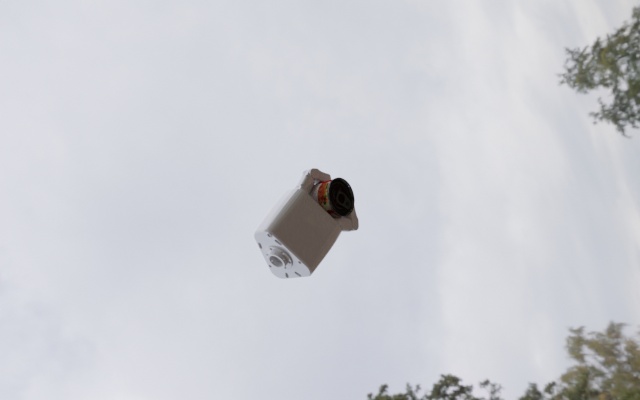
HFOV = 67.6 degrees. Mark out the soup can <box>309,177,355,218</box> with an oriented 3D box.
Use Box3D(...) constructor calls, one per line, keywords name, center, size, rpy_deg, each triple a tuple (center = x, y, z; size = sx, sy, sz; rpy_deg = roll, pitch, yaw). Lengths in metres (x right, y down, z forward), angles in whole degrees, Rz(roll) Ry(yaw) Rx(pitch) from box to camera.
Box3D(name="soup can", center=(0.000, 0.002, 0.844), size=(0.102, 0.068, 0.068), rpy_deg=(-14, -9, 42))
